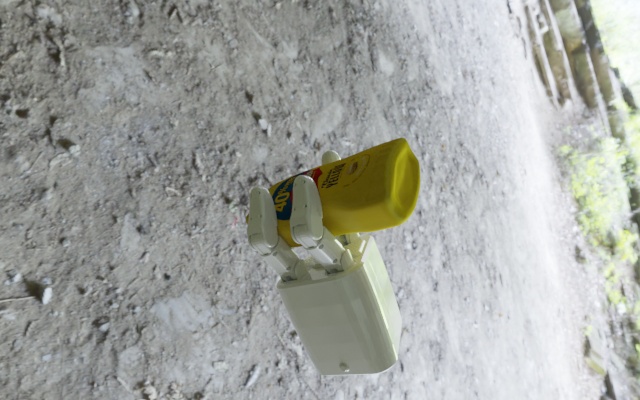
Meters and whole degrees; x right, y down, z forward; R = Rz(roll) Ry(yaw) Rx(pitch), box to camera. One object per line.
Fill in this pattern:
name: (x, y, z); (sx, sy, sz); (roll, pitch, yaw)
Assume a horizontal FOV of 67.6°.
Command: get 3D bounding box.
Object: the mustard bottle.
mustard bottle: (0.000, 0.001, 0.476); (0.191, 0.058, 0.096); (-16, 35, 34)
